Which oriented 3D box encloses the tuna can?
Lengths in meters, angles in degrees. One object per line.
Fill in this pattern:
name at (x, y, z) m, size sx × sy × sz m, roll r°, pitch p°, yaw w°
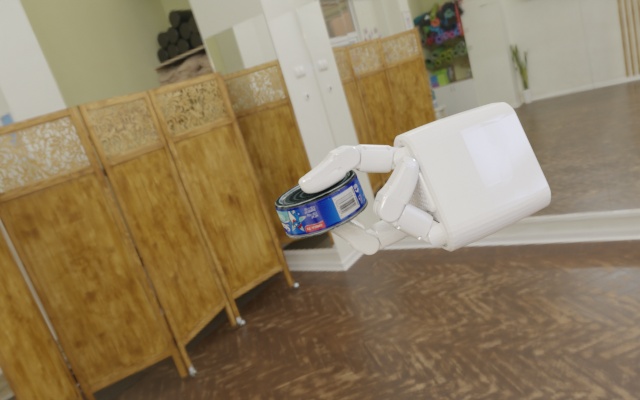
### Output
tuna can at (0.000, 0.001, 0.461) m, size 0.086 × 0.034 × 0.086 m, roll -21°, pitch 15°, yaw 6°
